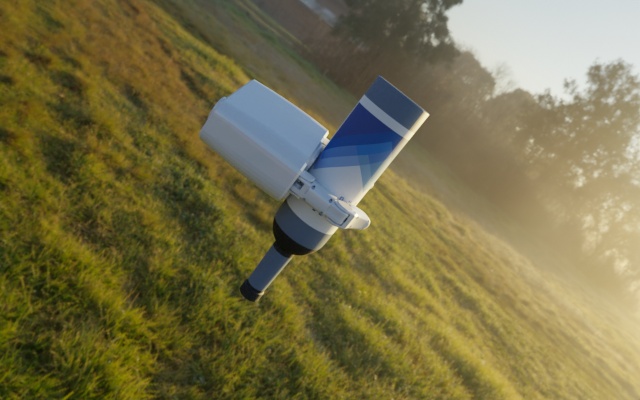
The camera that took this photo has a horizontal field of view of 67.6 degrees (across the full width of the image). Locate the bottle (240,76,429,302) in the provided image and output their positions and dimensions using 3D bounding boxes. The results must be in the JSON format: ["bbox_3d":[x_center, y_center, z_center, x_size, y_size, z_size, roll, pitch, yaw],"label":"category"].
[{"bbox_3d":[0.000,0.002,0.536,0.069,0.296,0.069,34,17,-12],"label":"bottle"}]
